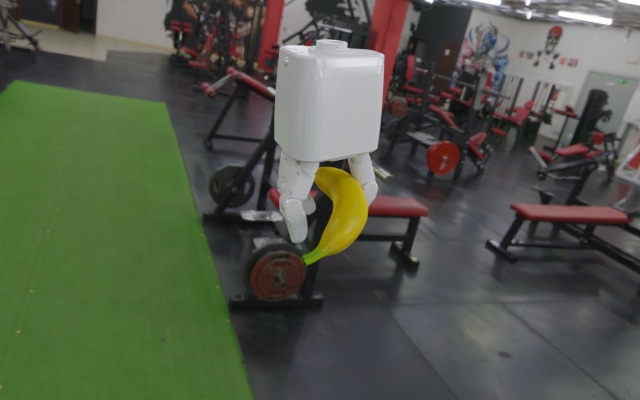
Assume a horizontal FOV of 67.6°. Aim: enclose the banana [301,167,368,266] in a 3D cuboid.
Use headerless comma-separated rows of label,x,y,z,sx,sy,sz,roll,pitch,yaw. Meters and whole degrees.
banana,0.018,0.002,0.541,0.069,0.037,0.197,-4,28,5
